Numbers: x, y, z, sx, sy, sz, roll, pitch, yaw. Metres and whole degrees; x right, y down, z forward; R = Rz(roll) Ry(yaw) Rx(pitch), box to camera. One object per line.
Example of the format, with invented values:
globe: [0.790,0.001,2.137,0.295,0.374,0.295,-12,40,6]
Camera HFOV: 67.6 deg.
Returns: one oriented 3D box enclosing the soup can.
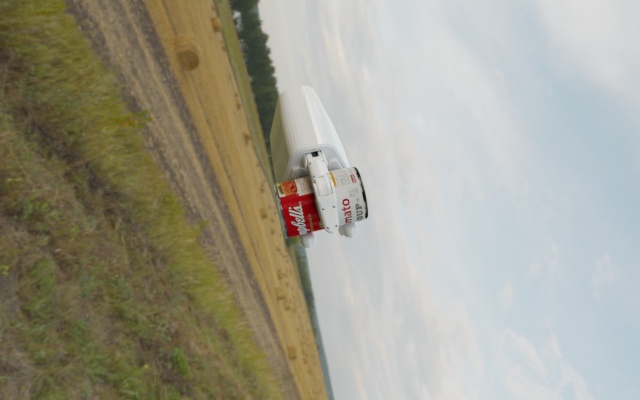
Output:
soup can: [0.000,0.002,0.578,0.102,0.068,0.068,-13,1,-4]
